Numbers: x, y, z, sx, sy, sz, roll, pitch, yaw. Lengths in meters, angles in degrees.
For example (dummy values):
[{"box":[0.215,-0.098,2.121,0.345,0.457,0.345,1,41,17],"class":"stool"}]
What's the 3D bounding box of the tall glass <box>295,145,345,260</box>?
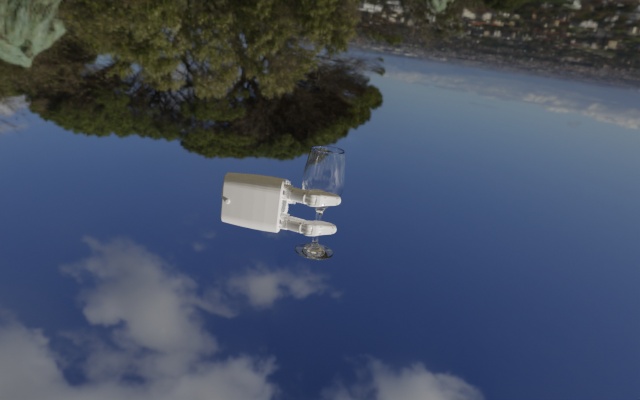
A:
[{"box":[0.000,0.004,0.880,0.079,0.201,0.079,7,17,-2],"class":"tall glass"}]
